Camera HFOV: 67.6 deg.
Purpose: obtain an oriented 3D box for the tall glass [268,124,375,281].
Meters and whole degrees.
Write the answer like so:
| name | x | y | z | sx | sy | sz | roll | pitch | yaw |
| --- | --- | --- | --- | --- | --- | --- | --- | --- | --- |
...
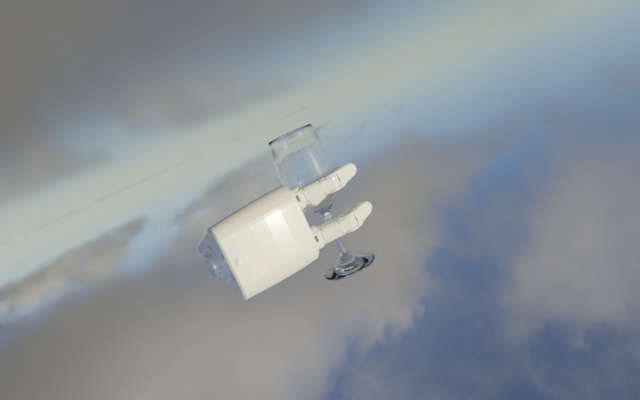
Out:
| name | x | y | z | sx | sy | sz | roll | pitch | yaw |
| --- | --- | --- | --- | --- | --- | --- | --- | --- | --- |
| tall glass | 0.000 | 0.003 | 0.637 | 0.079 | 0.201 | 0.079 | -23 | 11 | 5 |
